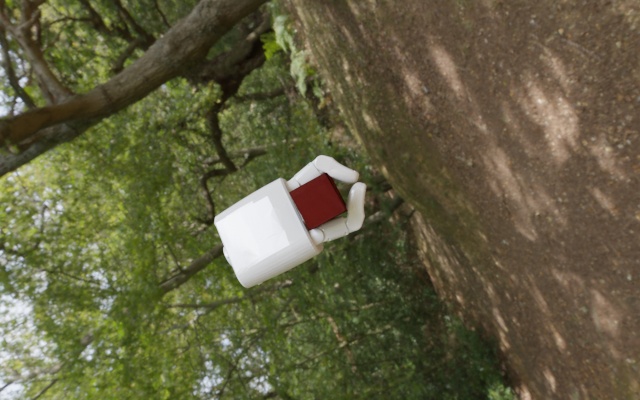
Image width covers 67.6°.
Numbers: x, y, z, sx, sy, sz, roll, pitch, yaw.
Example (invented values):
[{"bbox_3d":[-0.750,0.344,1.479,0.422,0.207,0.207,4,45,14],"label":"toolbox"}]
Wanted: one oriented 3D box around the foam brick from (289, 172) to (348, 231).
[{"bbox_3d":[0.000,0.002,0.590,0.051,0.053,0.078,-27,-4,4],"label":"foam brick"}]
